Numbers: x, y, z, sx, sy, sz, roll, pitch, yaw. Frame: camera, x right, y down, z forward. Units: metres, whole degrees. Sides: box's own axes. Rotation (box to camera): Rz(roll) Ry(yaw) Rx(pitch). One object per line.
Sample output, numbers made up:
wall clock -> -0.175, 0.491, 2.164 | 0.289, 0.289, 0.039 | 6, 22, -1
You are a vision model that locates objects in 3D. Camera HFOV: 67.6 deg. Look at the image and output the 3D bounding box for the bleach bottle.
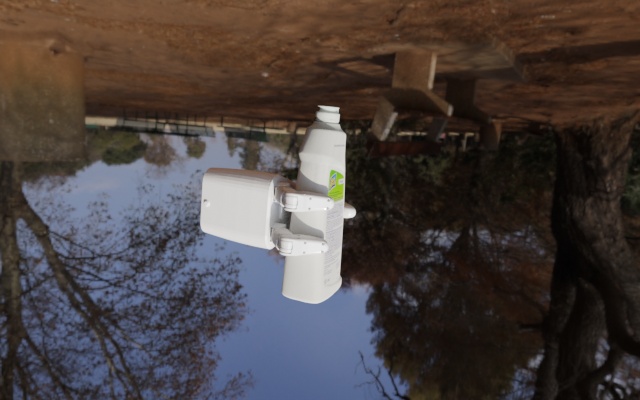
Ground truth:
bleach bottle -> 0.000, 0.002, 0.637 | 0.068, 0.251, 0.102 | 10, 11, 19
